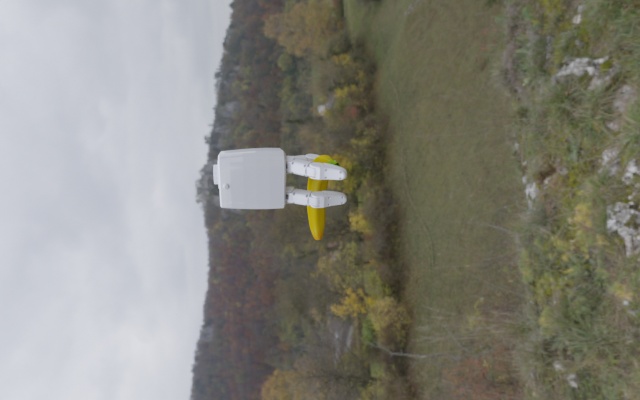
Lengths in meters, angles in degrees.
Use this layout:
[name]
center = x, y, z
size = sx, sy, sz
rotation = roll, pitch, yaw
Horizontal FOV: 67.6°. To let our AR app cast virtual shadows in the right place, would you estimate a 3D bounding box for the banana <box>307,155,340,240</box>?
[banana]
center = -0.002, -0.013, 0.842
size = 0.037, 0.069, 0.198
rotation = -3, -41, -11
